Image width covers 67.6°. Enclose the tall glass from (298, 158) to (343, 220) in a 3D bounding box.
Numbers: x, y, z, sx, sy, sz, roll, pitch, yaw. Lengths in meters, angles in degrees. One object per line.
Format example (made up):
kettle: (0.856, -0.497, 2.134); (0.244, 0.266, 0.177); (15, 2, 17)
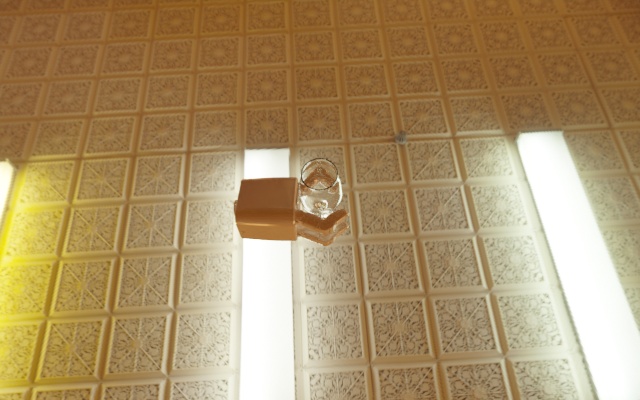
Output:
tall glass: (0.000, 0.003, 0.869); (0.079, 0.079, 0.201); (0, -28, 1)
